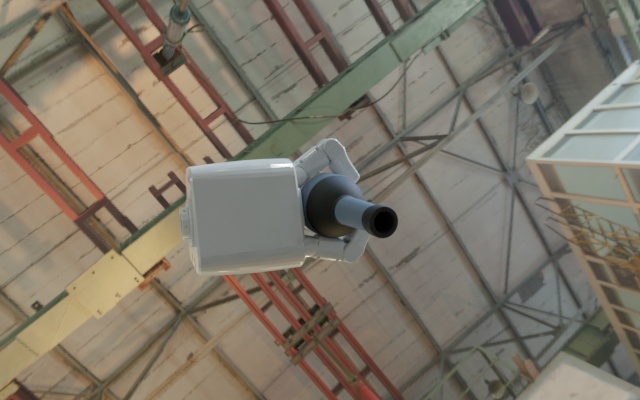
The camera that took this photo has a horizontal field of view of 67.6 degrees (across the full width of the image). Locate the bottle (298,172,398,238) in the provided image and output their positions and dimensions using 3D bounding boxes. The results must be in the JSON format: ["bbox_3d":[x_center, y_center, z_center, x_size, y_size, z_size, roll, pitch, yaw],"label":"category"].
[{"bbox_3d":[0.000,0.002,0.531,0.069,0.069,0.295,0,6,-21],"label":"bottle"}]
